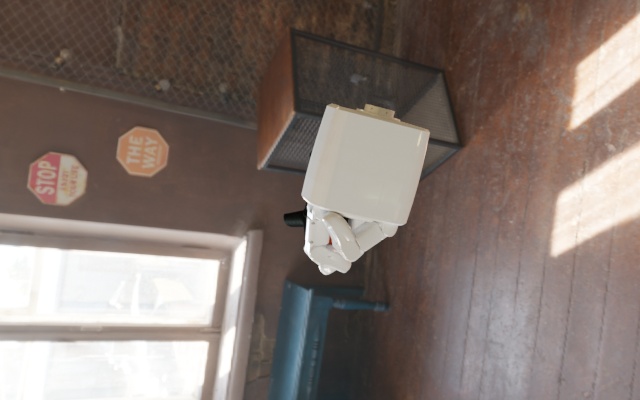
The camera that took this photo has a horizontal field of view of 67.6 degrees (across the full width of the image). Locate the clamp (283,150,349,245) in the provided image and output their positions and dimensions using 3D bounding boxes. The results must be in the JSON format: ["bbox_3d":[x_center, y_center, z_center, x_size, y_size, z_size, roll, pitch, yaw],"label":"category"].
[{"bbox_3d":[0.000,0.002,0.616,0.039,0.120,0.171,9,14,-26],"label":"clamp"}]
